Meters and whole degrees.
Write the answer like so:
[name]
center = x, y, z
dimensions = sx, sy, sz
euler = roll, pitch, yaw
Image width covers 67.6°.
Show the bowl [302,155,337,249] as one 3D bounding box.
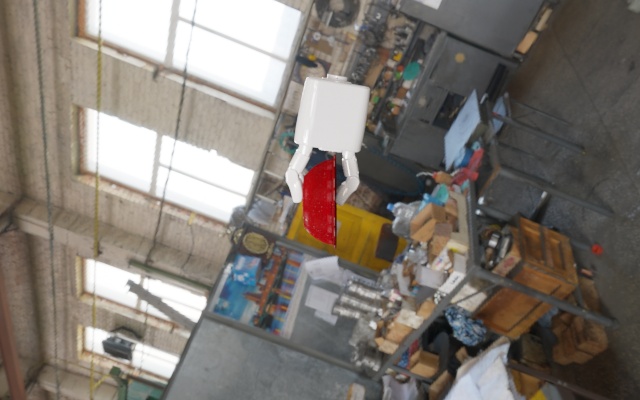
[bowl]
center = 0.000, 0.004, 0.818
dimensions = 0.055, 0.162, 0.162
euler = -1, 0, 3
